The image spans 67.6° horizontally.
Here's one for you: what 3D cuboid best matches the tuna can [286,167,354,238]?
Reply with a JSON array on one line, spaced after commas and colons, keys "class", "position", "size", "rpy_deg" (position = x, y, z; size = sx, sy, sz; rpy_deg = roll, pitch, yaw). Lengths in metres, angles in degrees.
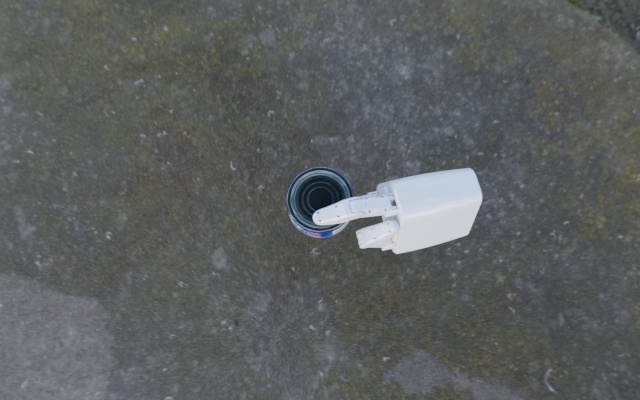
[{"class": "tuna can", "position": [0.000, 0.002, 0.597], "size": [0.086, 0.086, 0.034], "rpy_deg": [0, -14, 1]}]
